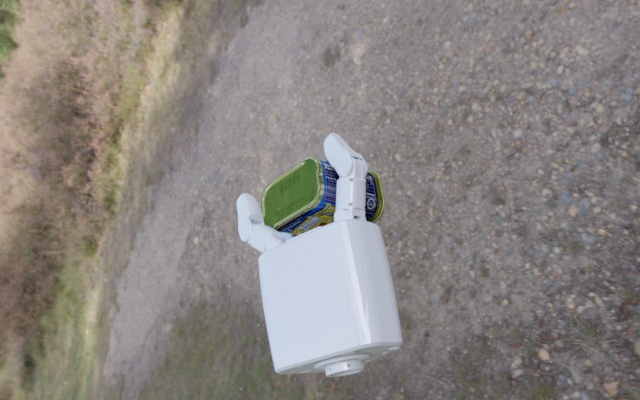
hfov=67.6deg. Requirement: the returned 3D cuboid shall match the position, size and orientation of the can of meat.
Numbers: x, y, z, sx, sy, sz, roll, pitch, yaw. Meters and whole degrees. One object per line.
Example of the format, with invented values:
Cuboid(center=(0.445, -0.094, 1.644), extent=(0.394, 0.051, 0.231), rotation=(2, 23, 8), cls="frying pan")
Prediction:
Cuboid(center=(0.000, 0.001, 0.489), extent=(0.084, 0.057, 0.102), rotation=(12, -30, -38), cls="can of meat")
